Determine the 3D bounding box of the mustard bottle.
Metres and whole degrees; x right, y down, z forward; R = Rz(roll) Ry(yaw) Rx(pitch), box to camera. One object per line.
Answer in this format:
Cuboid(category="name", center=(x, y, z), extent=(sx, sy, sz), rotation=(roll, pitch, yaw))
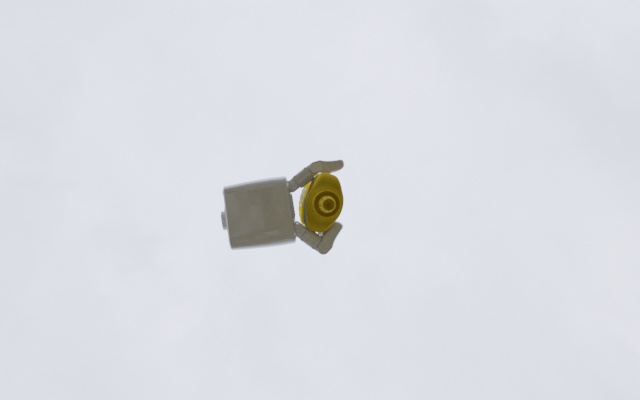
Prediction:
Cuboid(category="mustard bottle", center=(0.000, 0.003, 0.782), extent=(0.058, 0.096, 0.191), rotation=(17, 0, -7))
